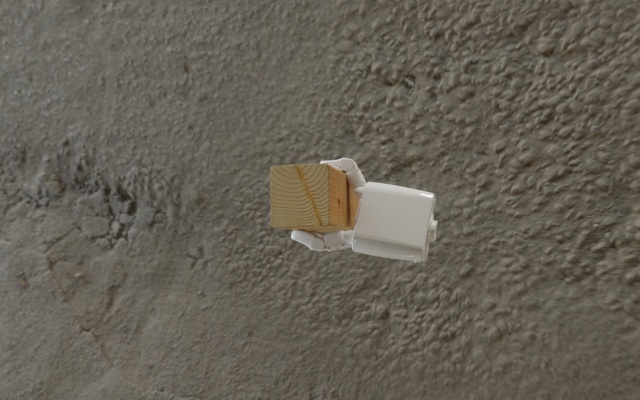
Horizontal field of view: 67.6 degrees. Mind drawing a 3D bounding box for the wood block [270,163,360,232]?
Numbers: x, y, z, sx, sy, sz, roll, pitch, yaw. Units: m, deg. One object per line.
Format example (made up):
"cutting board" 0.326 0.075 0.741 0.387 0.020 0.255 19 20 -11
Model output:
"wood block" 0.000 0.002 0.767 0.090 0.091 0.206 -2 -6 17
